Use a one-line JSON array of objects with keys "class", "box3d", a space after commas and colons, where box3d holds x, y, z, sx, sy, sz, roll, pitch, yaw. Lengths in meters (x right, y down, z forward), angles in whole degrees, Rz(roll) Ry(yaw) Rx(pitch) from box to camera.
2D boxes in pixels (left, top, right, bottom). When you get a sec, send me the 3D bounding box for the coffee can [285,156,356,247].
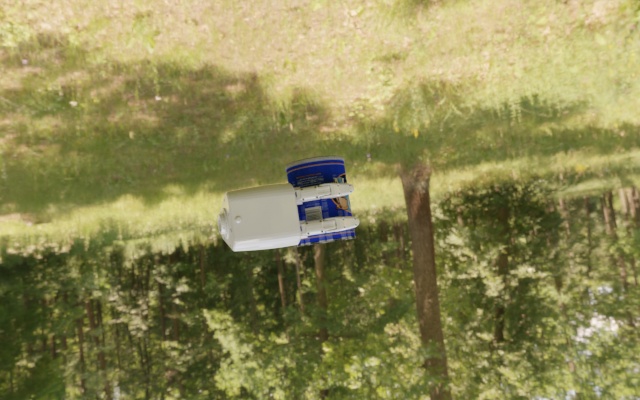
[{"class": "coffee can", "box3d": [0.000, 0.003, 0.819, 0.103, 0.140, 0.103, -9, -5, -1]}]
